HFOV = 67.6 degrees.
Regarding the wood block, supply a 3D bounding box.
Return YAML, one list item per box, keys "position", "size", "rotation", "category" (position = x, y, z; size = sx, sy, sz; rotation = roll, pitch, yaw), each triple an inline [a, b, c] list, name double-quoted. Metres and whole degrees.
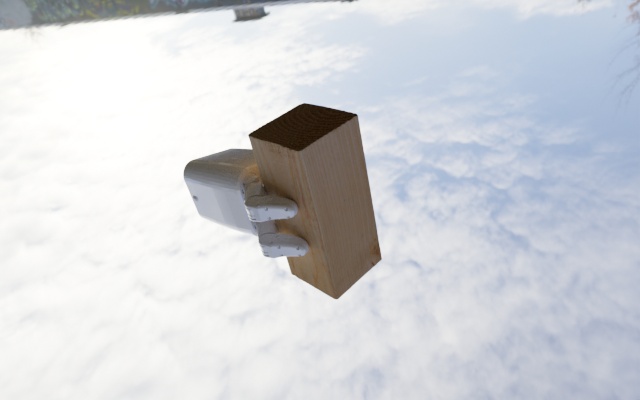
- position: [0.000, 0.002, 0.568]
  size: [0.090, 0.206, 0.090]
  rotation: [22, 47, 41]
  category: "wood block"
